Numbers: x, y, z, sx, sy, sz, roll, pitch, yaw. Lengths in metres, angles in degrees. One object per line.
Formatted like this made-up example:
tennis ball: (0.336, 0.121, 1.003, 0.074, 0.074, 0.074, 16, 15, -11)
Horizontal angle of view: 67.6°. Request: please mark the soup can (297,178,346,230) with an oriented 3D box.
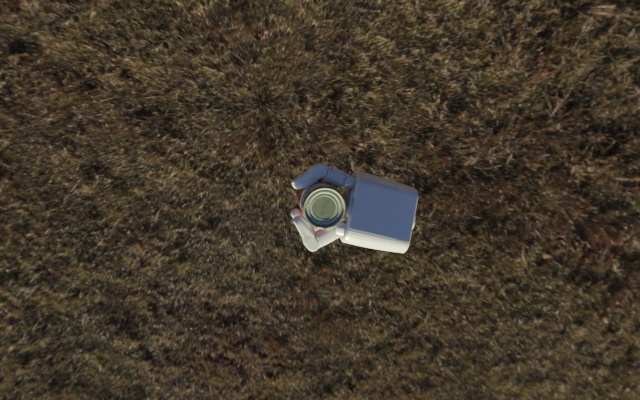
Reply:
soup can: (0.000, 0.002, 0.765, 0.068, 0.068, 0.102, 0, 11, -7)
